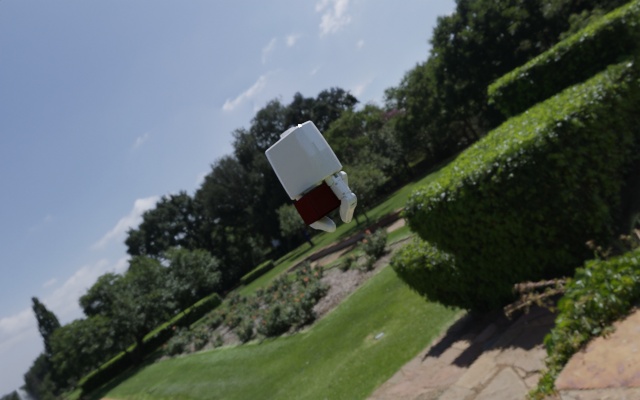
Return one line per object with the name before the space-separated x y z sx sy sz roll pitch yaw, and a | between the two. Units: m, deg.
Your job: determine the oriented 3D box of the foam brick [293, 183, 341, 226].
foam brick | 0.000 0.003 0.877 0.078 0.051 0.053 -32 0 -37
